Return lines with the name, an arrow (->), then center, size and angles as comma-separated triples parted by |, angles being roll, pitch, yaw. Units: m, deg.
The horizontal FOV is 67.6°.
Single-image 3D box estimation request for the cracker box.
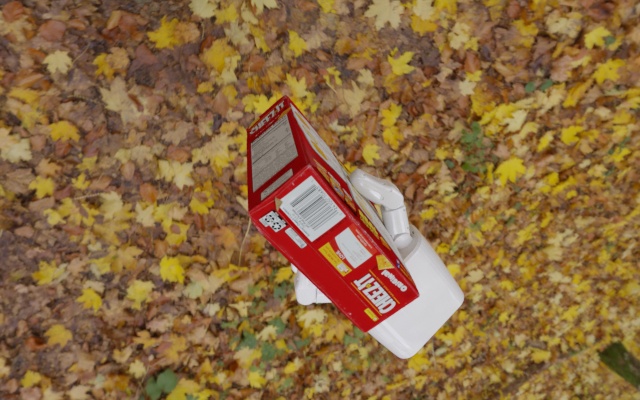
cracker box -> 0.000, 0.002, 0.478 | 0.072, 0.164, 0.213 | -37, 26, 9
